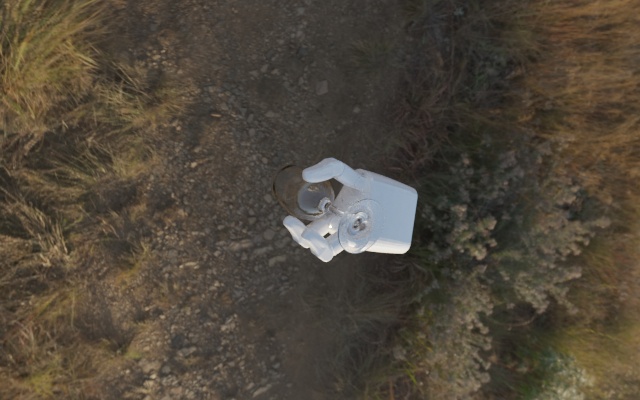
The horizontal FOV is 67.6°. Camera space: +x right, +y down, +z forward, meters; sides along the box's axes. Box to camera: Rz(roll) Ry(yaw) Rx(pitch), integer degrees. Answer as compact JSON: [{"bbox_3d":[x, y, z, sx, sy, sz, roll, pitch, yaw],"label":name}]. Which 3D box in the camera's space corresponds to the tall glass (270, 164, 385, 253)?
[{"bbox_3d":[0.000,0.002,0.684,0.079,0.079,0.201,0,18,-35],"label":"tall glass"}]
